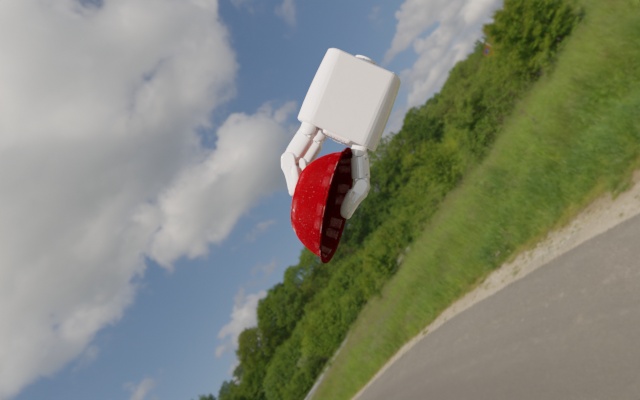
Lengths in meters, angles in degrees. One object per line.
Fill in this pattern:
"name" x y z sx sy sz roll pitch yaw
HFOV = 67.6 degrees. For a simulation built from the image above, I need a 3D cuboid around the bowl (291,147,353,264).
"bowl" -0.001 0.003 0.656 0.055 0.162 0.162 11 3 13
